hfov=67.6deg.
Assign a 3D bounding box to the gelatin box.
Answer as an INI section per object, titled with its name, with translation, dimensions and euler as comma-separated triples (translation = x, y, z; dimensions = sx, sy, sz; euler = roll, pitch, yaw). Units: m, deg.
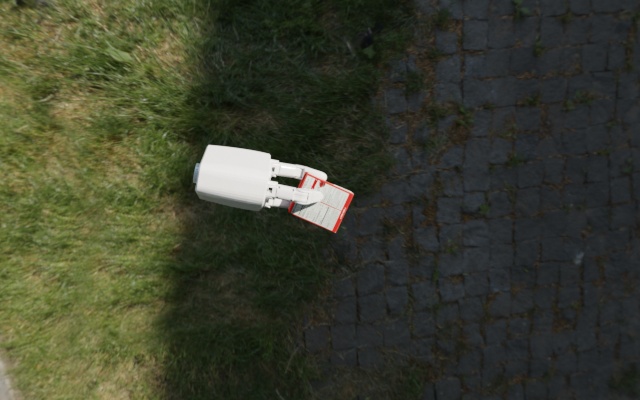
[gelatin box]
translation = 0.000, 0.003, 0.799
dimensions = 0.089, 0.073, 0.030
euler = 24, 7, -7
